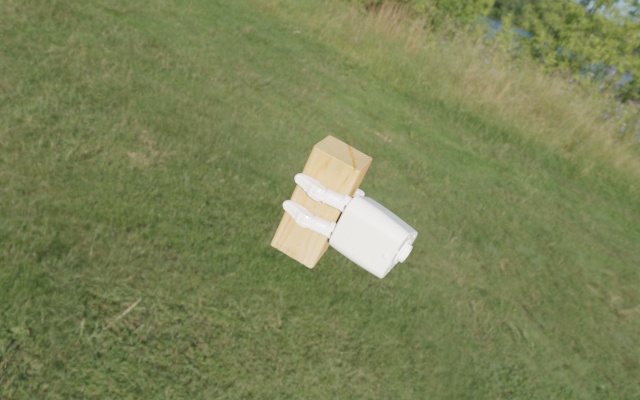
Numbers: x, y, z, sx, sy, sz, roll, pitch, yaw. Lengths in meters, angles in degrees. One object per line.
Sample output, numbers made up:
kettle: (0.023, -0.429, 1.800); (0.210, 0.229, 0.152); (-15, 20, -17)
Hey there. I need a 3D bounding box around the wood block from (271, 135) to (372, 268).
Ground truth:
wood block: (0.001, 0.003, 0.845); (0.090, 0.206, 0.090); (29, 25, 8)
